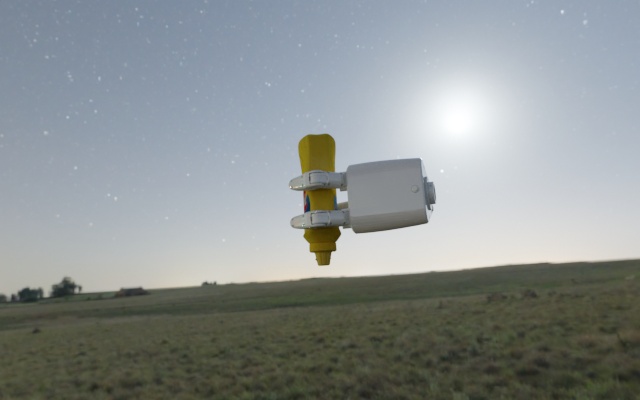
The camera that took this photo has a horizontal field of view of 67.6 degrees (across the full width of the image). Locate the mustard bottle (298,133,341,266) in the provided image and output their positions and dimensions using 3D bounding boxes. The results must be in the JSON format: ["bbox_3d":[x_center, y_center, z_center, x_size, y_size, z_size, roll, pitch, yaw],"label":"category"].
[{"bbox_3d":[0.000,0.002,0.724,0.058,0.191,0.096,-3,-10,-5],"label":"mustard bottle"}]
